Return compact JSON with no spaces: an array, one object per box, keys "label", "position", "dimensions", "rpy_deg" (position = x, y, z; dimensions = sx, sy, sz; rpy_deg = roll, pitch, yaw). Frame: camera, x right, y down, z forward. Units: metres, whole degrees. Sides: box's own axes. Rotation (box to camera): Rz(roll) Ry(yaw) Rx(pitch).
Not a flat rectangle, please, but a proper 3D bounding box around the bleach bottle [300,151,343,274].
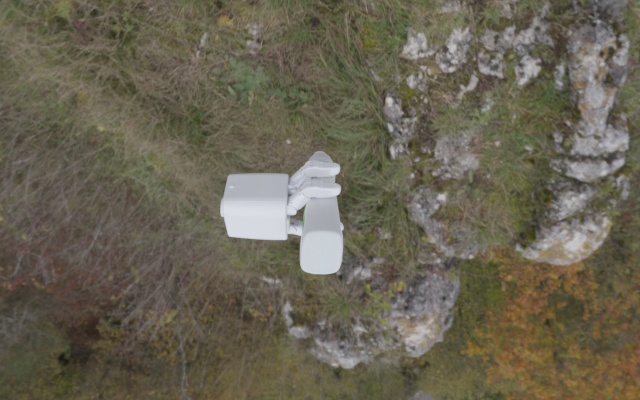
[{"label":"bleach bottle","position":[0.000,0.003,0.843],"dimensions":[0.068,0.103,0.250],"rpy_deg":[2,40,-3]}]
